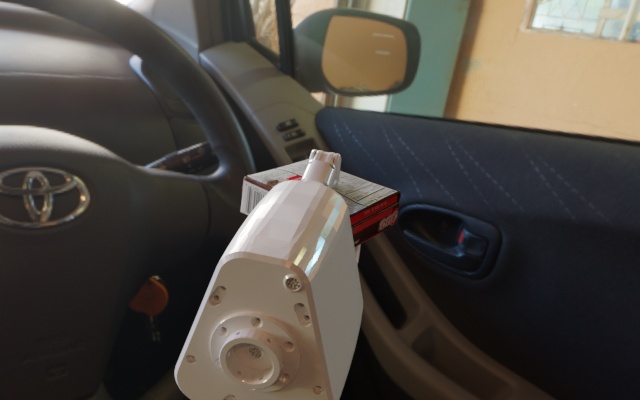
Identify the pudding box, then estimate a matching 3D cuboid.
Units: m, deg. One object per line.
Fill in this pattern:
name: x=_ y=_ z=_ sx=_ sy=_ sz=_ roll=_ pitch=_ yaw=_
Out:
pudding box: x=0.000 y=0.001 z=0.421 sx=0.113 sy=0.039 sz=0.090 roll=24 pitch=28 yaw=33
